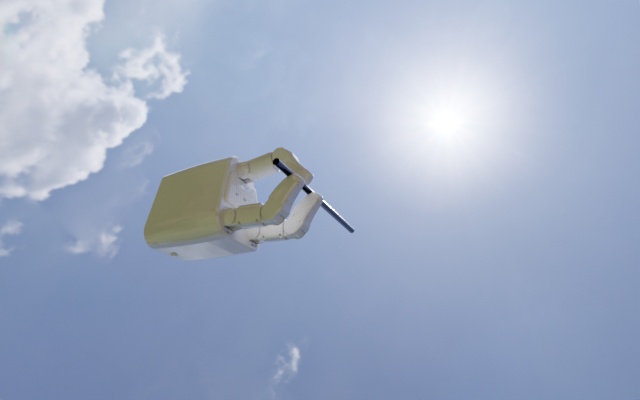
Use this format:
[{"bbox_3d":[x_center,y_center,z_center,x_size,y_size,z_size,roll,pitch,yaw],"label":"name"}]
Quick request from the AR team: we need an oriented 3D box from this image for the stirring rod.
[{"bbox_3d":[0.000,0.002,0.592,0.011,0.011,0.240,0,-20,24],"label":"stirring rod"}]
